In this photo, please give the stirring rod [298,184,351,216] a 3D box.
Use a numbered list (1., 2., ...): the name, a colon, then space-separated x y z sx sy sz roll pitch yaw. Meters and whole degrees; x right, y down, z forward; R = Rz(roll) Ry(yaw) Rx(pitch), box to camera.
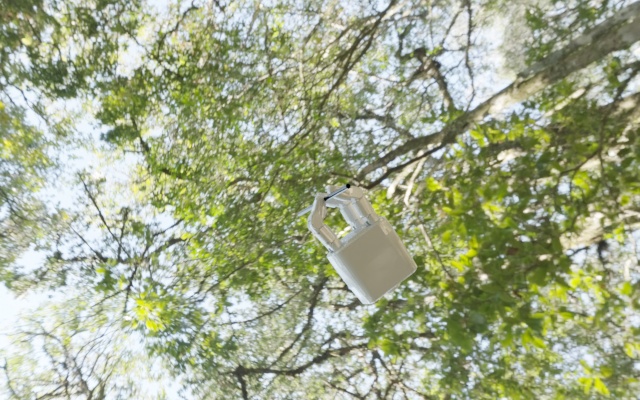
1. stirring rod: 0.000 0.003 0.822 0.011 0.011 0.239 0 -12 -20
